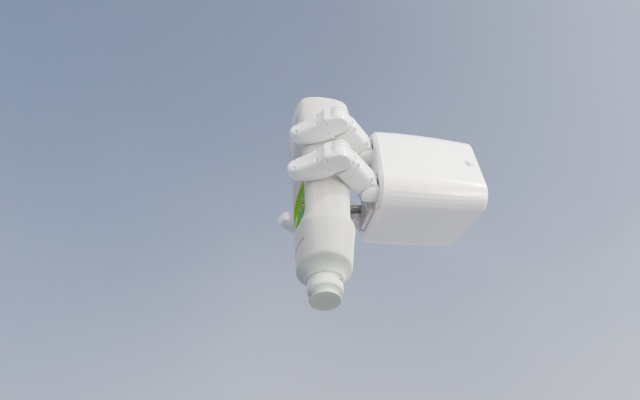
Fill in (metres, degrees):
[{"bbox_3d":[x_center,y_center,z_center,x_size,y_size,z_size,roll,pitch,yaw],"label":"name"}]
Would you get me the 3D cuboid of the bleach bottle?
[{"bbox_3d":[0.000,0.001,0.488,0.068,0.103,0.250,5,44,-7],"label":"bleach bottle"}]
